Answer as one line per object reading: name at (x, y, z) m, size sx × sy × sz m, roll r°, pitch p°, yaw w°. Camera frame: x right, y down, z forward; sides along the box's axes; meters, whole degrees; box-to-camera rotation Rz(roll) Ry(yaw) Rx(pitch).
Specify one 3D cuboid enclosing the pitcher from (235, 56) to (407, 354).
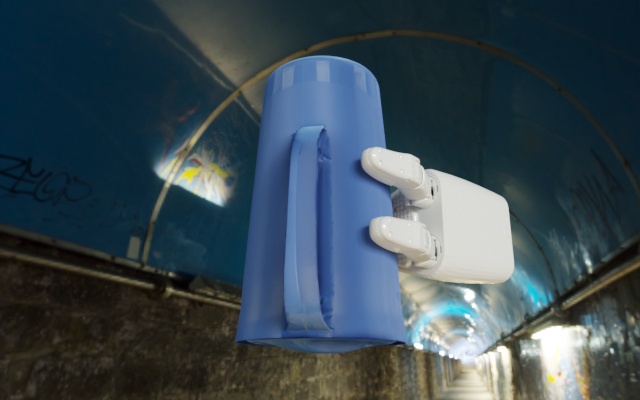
pitcher at (0.000, 0.001, 0.402) m, size 0.145 × 0.242 × 0.149 m, roll 13°, pitch -23°, yaw -34°
